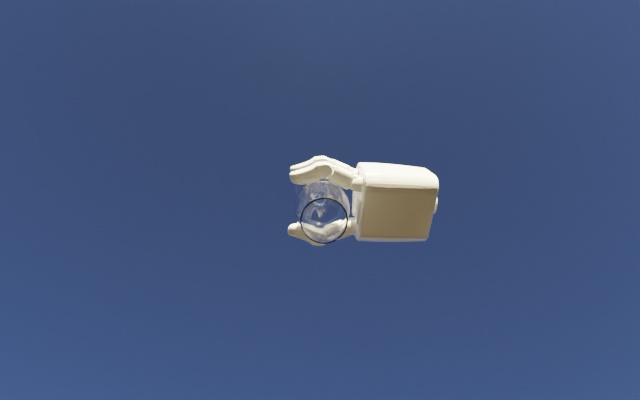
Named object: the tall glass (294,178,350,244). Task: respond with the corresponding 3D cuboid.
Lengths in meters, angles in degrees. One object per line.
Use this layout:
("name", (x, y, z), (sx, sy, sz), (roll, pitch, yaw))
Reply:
("tall glass", (0.000, 0.002, 0.705), (0.079, 0.079, 0.201), (0, 14, -3))
